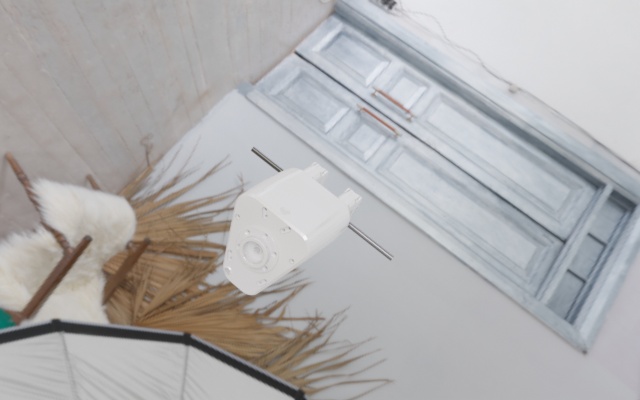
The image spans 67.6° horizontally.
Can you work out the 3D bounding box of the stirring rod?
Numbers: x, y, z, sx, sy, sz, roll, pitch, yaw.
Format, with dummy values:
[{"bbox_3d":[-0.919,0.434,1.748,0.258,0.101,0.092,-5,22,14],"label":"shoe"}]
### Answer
[{"bbox_3d":[0.000,0.002,0.639,0.239,0.011,0.011,38,7,9],"label":"stirring rod"}]
